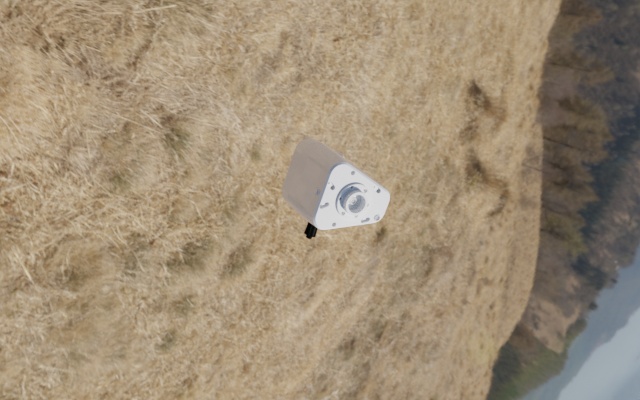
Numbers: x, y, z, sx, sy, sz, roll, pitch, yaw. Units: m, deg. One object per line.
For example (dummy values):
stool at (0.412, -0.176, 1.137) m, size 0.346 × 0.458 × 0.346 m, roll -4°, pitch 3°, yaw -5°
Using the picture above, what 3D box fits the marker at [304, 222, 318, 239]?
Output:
marker at (0.000, 0.002, 0.724) m, size 0.020 × 0.121 × 0.020 m, roll 17°, pitch 14°, yaw -4°
